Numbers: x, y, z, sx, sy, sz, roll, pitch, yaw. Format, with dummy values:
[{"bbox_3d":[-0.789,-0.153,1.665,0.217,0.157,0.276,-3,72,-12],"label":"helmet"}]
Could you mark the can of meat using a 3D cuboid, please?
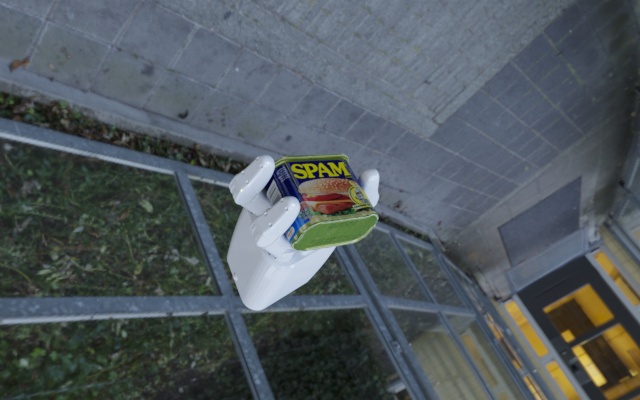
[{"bbox_3d":[0.000,0.002,0.497,0.102,0.084,0.057,-6,-35,-34],"label":"can of meat"}]
